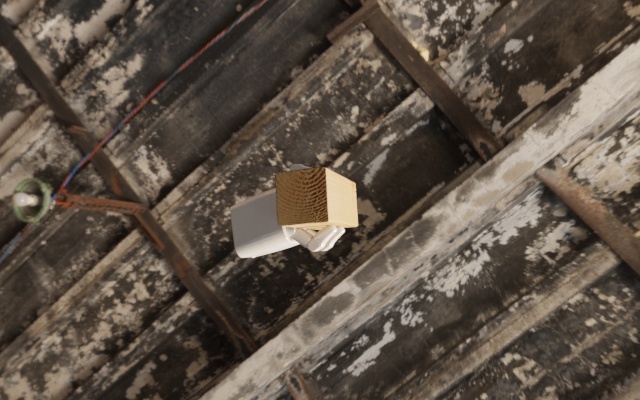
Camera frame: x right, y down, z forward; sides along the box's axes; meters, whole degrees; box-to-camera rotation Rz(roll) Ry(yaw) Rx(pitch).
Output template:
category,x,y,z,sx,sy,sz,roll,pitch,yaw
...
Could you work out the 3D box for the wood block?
category,x,y,z,sx,sy,sz,roll,pitch,yaw
wood block,0.000,0.003,0.864,0.090,0.091,0.206,-6,-6,17
